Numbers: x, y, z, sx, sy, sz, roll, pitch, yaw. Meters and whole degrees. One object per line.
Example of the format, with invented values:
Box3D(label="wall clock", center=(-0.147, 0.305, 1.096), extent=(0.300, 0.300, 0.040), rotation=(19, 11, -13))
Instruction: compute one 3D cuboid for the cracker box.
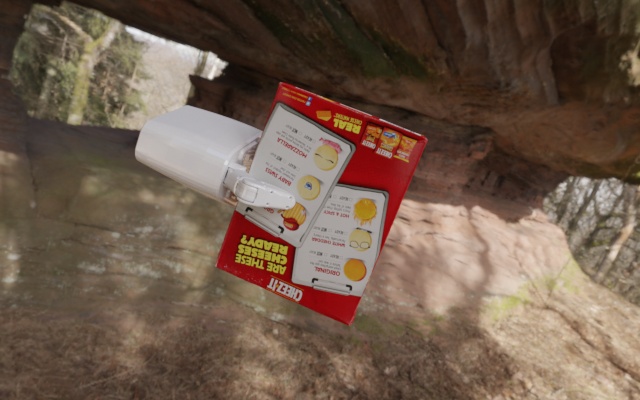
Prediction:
Box3D(label="cracker box", center=(0.000, 0.002, 0.526), extent=(0.164, 0.214, 0.072), rotation=(22, 11, 8))
